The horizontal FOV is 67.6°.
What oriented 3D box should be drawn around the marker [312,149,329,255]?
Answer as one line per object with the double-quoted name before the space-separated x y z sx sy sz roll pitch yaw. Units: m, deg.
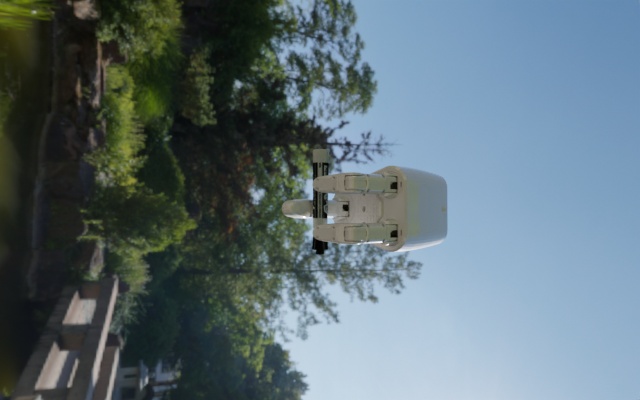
"marker" 0.000 0.002 0.552 0.020 0.121 0.020 0 -1 0
